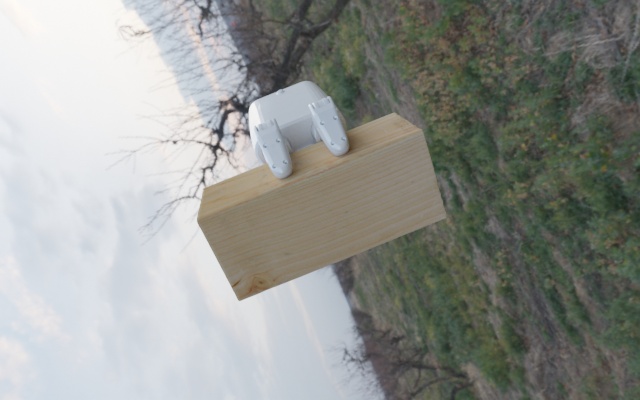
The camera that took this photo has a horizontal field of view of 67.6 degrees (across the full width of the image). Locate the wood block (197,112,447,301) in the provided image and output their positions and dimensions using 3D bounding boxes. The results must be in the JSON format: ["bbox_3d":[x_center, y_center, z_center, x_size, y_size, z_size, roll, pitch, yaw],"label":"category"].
[{"bbox_3d":[0.000,0.002,0.458,0.206,0.091,0.090,-22,23,-1],"label":"wood block"}]
